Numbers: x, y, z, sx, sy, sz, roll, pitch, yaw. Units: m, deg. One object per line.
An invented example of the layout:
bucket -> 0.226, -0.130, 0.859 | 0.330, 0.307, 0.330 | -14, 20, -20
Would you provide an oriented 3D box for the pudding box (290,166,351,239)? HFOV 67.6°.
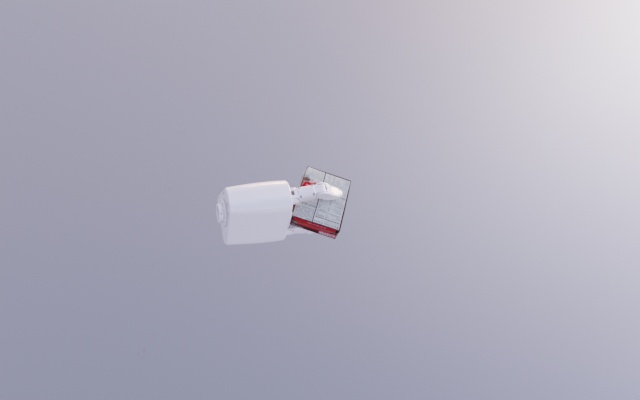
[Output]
pudding box -> 0.000, 0.003, 0.852 | 0.090, 0.113, 0.039 | 19, -30, -6
